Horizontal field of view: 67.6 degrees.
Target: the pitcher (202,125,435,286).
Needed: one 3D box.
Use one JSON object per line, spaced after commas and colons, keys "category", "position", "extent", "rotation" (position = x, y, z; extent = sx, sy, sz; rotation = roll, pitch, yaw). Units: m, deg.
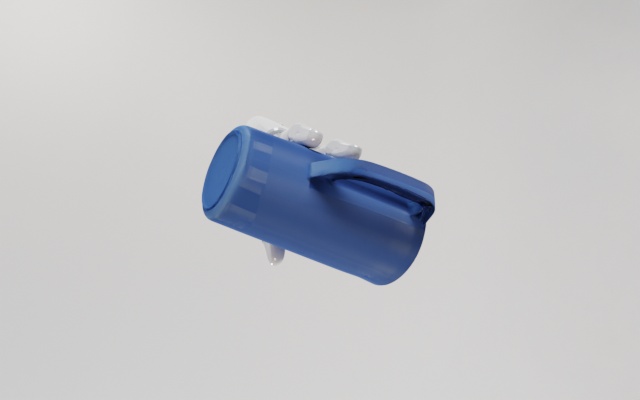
{"category": "pitcher", "position": [0.000, 0.002, 0.548], "extent": [0.243, 0.149, 0.145], "rotation": [21, 12, -28]}
